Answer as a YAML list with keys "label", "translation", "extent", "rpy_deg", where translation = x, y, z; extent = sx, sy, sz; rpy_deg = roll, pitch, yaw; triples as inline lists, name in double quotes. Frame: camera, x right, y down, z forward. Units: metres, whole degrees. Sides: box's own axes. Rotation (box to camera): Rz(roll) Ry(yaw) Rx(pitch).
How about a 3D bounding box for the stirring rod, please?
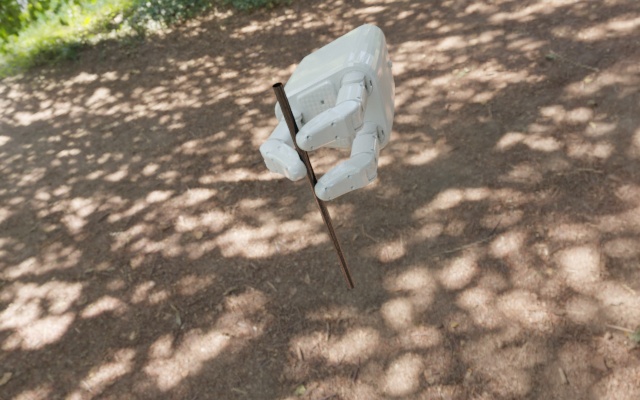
- label: "stirring rod"
  translation: [0.000, 0.001, 0.439]
  extent: [0.011, 0.240, 0.011]
  rpy_deg: [-13, 38, 10]
